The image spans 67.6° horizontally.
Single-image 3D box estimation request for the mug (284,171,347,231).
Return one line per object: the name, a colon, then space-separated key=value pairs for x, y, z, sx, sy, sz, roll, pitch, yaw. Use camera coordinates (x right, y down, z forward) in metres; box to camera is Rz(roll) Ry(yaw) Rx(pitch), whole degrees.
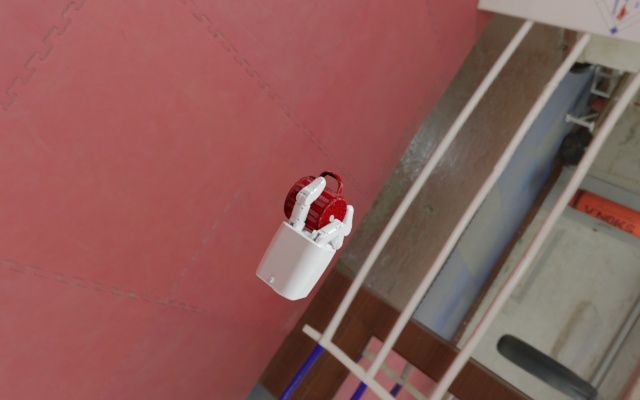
mug: x=0.001 y=0.002 z=0.869 sx=0.081 sy=0.117 sz=0.093 roll=32 pitch=2 yaw=32
